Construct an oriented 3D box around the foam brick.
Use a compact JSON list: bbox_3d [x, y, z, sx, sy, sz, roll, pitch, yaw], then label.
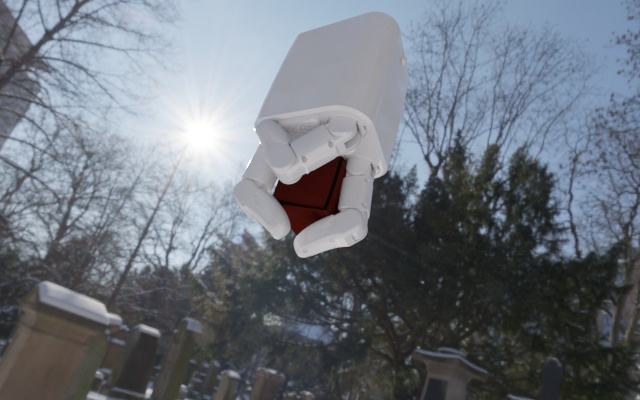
[{"bbox_3d":[0.000,0.002,0.420,0.053,0.051,0.078,7,-26,22],"label":"foam brick"}]
